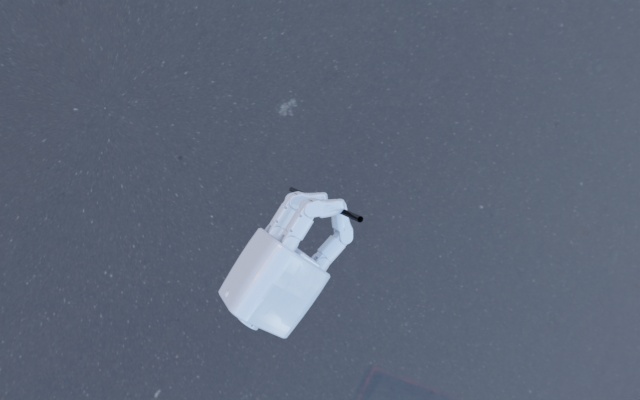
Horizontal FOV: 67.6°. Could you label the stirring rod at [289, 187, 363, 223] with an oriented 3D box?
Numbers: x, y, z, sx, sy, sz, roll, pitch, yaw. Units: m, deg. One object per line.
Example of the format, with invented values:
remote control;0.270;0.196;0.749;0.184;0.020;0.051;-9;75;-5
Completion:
stirring rod;0.000;0.002;0.691;0.011;0.011;0.239;0;10;-24
